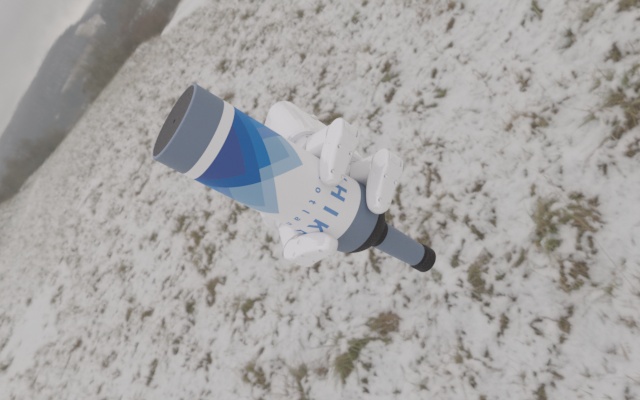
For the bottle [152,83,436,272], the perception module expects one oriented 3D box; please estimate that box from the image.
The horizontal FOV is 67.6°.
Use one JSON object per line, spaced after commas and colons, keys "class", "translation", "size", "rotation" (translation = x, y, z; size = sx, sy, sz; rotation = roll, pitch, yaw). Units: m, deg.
{"class": "bottle", "translation": [0.000, 0.001, 0.436], "size": [0.296, 0.069, 0.069], "rotation": [29, -15, -29]}
